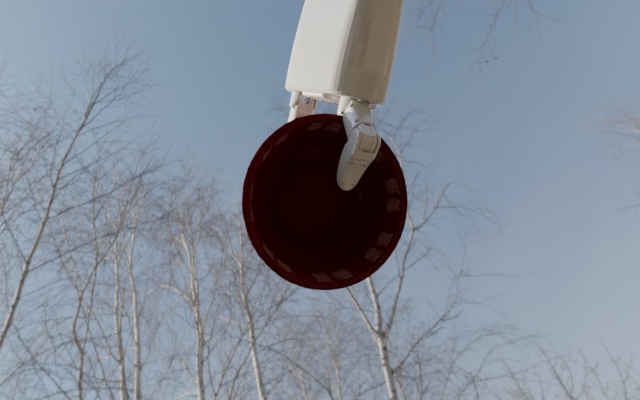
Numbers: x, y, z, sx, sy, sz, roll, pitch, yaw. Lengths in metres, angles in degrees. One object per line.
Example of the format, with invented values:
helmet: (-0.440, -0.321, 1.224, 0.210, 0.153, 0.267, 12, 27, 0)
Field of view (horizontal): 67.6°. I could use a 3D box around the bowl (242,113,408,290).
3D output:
bowl: (-0.001, 0.003, 0.458, 0.162, 0.162, 0.055, 0, -1, -20)
